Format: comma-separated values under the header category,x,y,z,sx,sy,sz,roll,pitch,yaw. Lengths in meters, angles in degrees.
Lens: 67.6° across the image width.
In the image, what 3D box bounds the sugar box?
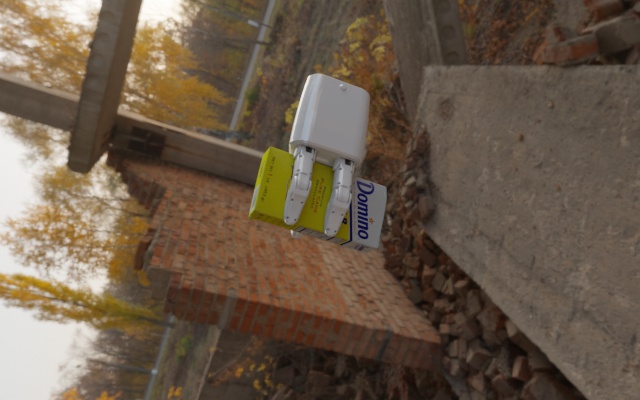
category,x,y,z,sx,sy,sz,roll,pitch,yaw
sugar box,0.000,0.002,0.637,0.176,0.093,0.048,16,-19,-15
